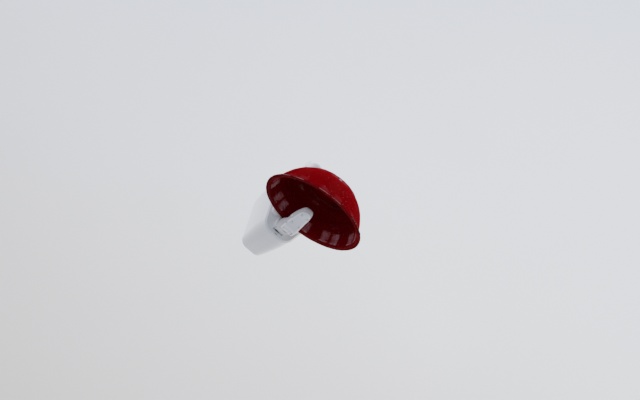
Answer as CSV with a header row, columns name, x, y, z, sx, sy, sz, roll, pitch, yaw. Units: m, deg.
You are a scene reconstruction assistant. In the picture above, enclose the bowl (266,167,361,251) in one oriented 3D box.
name,x,y,z,sx,sy,sz,roll,pitch,yaw
bowl,0.001,0.002,0.706,0.162,0.055,0.162,28,-28,16
